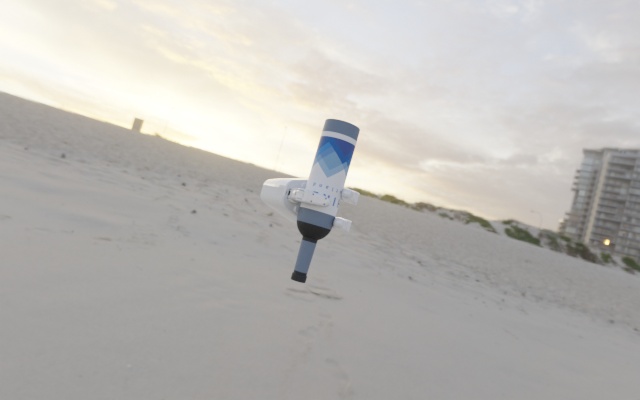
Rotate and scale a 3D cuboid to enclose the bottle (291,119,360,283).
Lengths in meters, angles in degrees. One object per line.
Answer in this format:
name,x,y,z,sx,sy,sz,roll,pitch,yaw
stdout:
bottle,0.000,0.003,0.863,0.069,0.295,0.069,16,-4,1
